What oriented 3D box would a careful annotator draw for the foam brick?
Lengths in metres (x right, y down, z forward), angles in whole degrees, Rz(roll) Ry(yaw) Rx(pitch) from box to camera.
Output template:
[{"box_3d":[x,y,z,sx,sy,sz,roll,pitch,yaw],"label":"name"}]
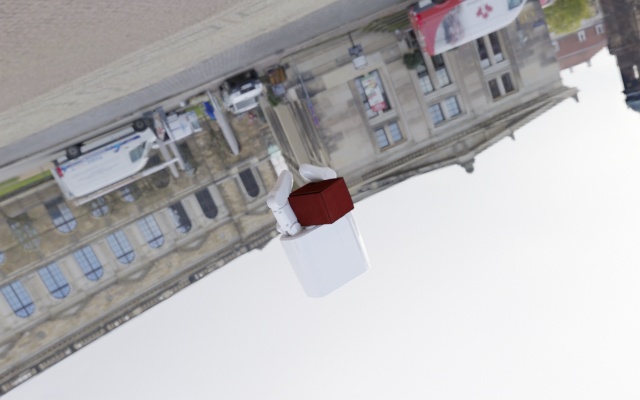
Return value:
[{"box_3d":[0.000,0.002,0.689,0.053,0.051,0.078,-31,16,-38],"label":"foam brick"}]
